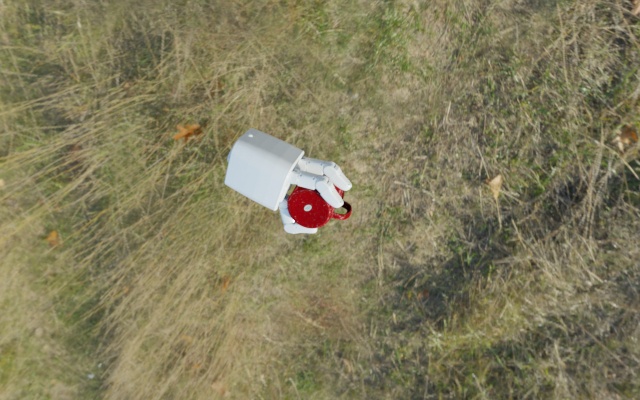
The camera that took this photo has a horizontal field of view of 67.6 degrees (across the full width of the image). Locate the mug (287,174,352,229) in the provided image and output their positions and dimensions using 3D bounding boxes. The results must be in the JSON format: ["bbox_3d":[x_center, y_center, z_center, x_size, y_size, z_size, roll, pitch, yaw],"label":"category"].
[{"bbox_3d":[0.001,0.004,0.856,0.117,0.093,0.081,26,32,2],"label":"mug"}]
